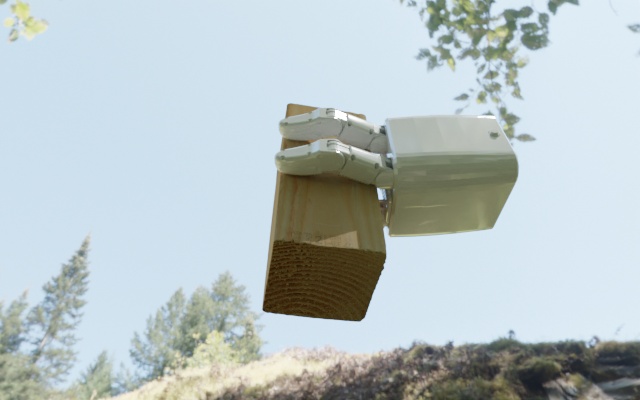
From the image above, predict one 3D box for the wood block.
[{"bbox_3d":[0.000,0.002,0.459,0.090,0.091,0.206,7,39,-6],"label":"wood block"}]
